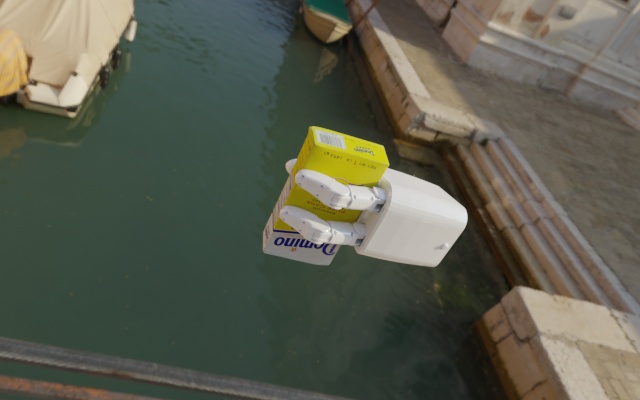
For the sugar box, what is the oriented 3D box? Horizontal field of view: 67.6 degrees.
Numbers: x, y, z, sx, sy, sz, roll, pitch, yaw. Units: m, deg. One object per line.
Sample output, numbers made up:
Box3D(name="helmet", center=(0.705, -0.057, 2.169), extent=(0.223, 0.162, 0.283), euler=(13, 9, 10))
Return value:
Box3D(name="sugar box", center=(0.000, 0.002, 0.575), extent=(0.093, 0.176, 0.048), euler=(14, 35, -17))
